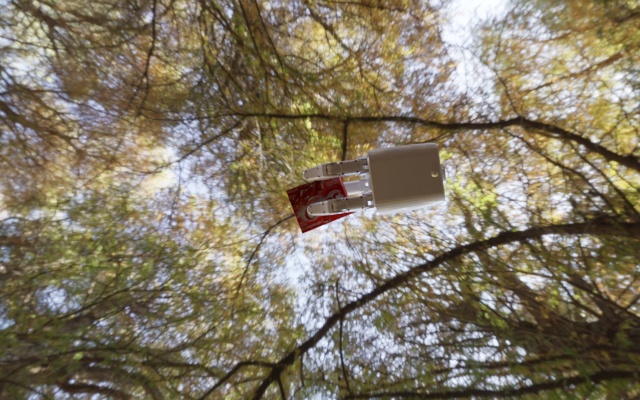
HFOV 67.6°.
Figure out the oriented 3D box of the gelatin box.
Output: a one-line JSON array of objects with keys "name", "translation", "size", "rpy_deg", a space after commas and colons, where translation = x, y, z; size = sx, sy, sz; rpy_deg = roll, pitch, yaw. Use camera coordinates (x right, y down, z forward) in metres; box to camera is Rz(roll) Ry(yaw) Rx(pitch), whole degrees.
[{"name": "gelatin box", "translation": [0.000, 0.003, 0.752], "size": [0.089, 0.073, 0.030], "rpy_deg": [-22, -2, 10]}]
